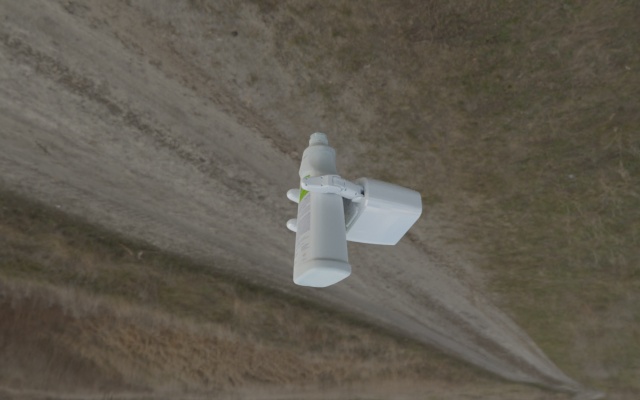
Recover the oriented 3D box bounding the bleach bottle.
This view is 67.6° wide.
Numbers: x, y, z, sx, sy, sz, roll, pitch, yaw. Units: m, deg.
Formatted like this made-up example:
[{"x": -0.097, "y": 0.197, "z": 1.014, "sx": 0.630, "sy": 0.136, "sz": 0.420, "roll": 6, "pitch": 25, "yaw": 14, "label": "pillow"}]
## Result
[{"x": 0.000, "y": 0.003, "z": 0.754, "sx": 0.068, "sy": 0.250, "sz": 0.103, "roll": 11, "pitch": -26, "yaw": -22, "label": "bleach bottle"}]
